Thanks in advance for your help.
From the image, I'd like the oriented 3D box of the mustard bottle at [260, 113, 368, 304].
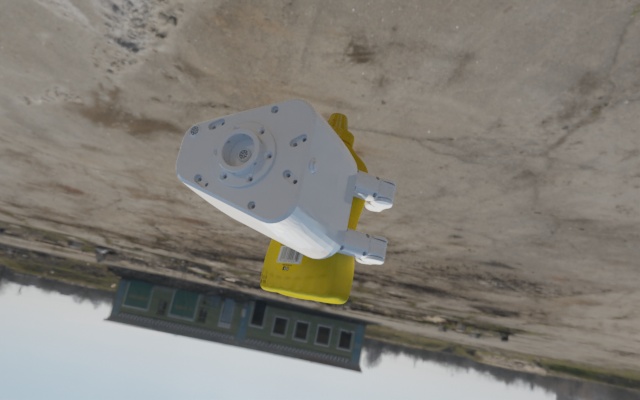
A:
[{"bbox_3d":[0.000,0.002,0.479,0.096,0.191,0.058,-3,-20,44],"label":"mustard bottle"}]
